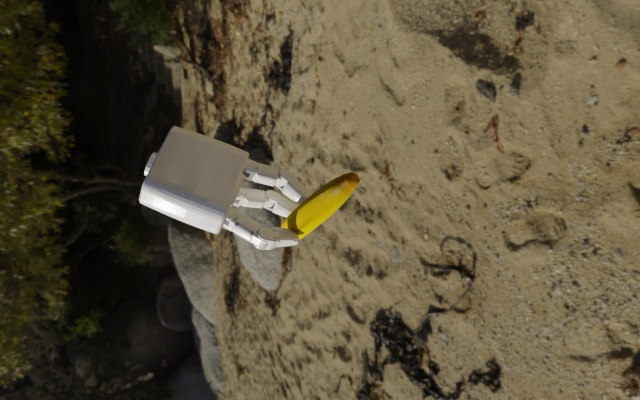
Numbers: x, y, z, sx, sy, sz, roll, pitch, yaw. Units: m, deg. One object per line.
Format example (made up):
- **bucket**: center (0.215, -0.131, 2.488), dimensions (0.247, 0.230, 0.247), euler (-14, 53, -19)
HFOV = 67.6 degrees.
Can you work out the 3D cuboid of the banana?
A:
- **banana**: center (-0.012, 0.015, 0.635), dimensions (0.069, 0.037, 0.198), euler (-47, 3, -27)
